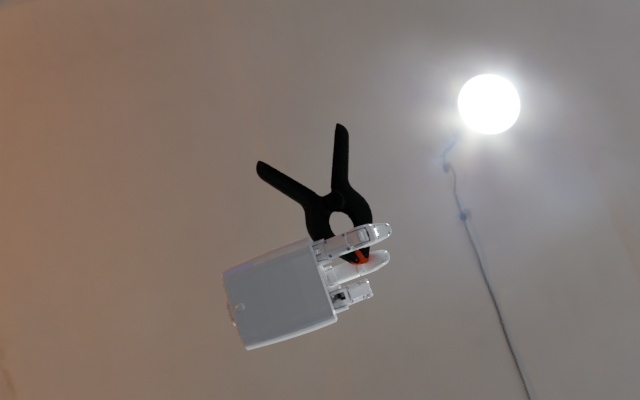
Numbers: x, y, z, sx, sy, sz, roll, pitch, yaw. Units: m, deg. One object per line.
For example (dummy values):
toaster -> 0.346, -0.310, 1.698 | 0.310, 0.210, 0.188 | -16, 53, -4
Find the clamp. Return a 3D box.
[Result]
clamp -> 0.000, 0.002, 0.566 | 0.120, 0.171, 0.039 | -19, -11, -2
